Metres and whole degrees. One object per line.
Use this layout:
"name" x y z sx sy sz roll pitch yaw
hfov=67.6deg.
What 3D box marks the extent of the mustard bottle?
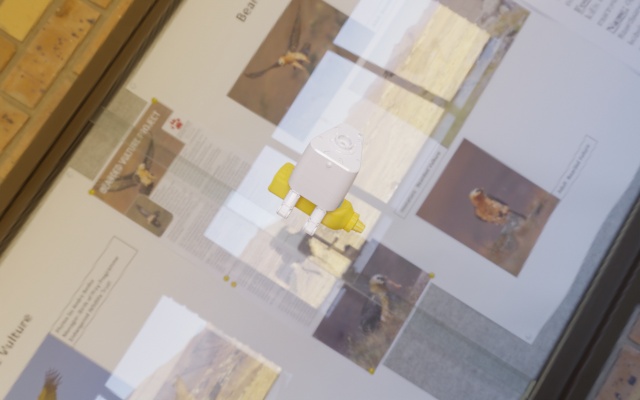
"mustard bottle" 0.000 0.003 0.894 0.191 0.058 0.096 32 22 1
